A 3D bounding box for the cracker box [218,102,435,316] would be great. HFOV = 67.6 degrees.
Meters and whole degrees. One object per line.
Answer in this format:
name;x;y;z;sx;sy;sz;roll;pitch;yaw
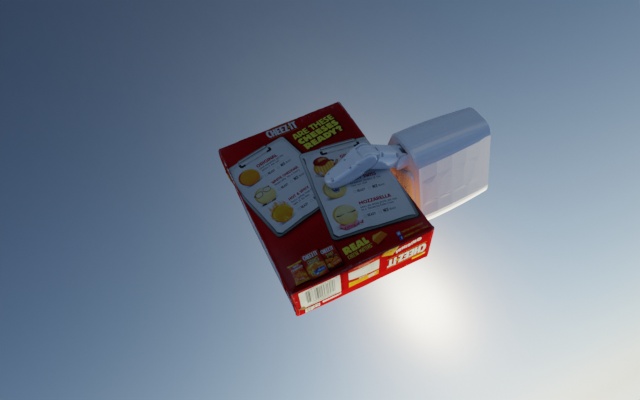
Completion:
cracker box;0.000;0.002;0.548;0.164;0.213;0.072;-24;-34;-12
